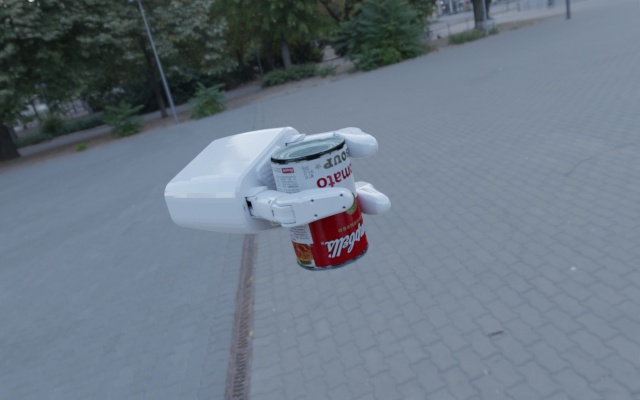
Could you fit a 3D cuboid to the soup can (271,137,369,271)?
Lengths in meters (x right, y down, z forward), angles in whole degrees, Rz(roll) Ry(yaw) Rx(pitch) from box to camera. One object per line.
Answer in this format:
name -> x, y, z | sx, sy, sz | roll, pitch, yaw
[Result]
soup can -> 0.000, 0.001, 0.423 | 0.068, 0.102, 0.068 | -12, 18, 4
